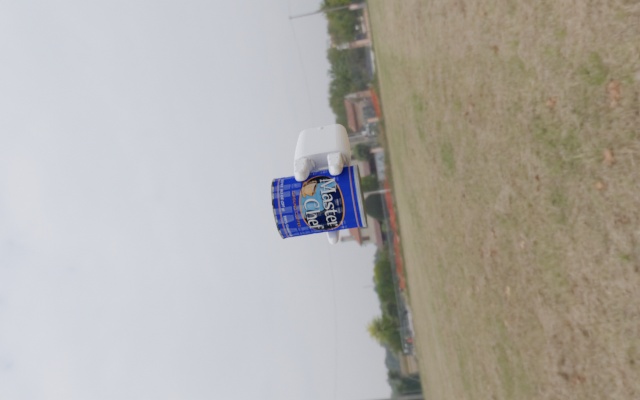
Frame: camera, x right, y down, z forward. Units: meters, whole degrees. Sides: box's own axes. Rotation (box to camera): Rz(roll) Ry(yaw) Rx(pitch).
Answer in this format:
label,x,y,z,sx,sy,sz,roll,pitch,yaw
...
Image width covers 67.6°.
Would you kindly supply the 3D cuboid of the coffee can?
label,x,y,z,sx,sy,sz,roll,pitch,yaw
coffee can,0.000,0.003,0.781,0.140,0.103,0.103,-9,-1,7
